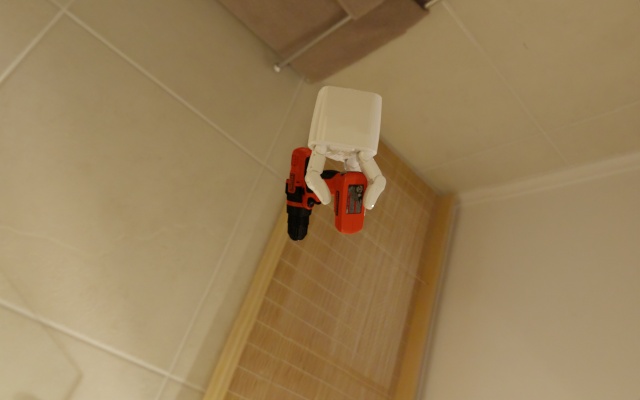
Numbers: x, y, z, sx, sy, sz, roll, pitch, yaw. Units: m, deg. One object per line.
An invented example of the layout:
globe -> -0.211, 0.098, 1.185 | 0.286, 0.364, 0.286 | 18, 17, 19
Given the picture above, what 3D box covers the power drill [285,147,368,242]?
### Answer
power drill -> 0.000, 0.003, 0.871 | 0.057, 0.184, 0.187 | -5, 15, -38
